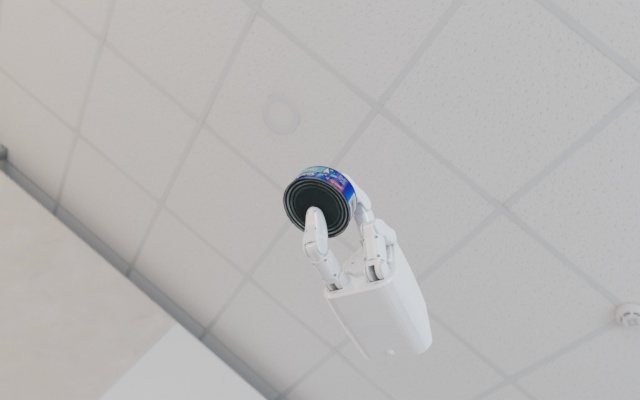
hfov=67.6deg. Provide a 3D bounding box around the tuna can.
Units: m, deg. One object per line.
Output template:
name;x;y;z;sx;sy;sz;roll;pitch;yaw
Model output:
tuna can;0.000;0.002;0.577;0.086;0.086;0.033;0;32;25
